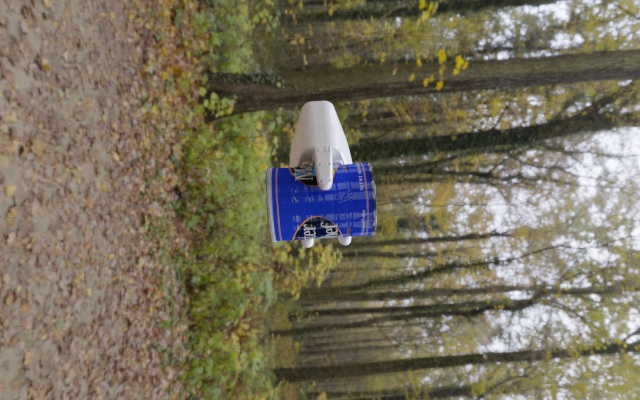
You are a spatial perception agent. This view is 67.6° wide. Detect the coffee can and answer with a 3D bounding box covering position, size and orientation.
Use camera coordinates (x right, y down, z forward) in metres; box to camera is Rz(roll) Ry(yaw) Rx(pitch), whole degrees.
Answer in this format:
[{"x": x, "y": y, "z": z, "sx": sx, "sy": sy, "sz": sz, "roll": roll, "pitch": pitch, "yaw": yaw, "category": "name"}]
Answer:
[{"x": 0.000, "y": 0.002, "z": 0.657, "sx": 0.140, "sy": 0.103, "sz": 0.103, "roll": -3, "pitch": 0, "yaw": -1, "category": "coffee can"}]
